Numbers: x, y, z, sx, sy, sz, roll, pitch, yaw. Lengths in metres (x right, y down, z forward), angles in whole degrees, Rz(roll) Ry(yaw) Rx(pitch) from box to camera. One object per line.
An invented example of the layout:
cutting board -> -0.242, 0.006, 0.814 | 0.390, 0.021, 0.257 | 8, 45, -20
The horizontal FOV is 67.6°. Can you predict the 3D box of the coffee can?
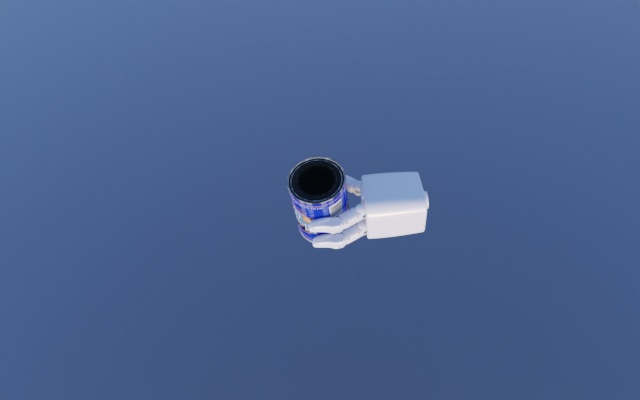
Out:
coffee can -> 0.000, 0.003, 0.877 | 0.103, 0.102, 0.140 | 0, -35, 8
